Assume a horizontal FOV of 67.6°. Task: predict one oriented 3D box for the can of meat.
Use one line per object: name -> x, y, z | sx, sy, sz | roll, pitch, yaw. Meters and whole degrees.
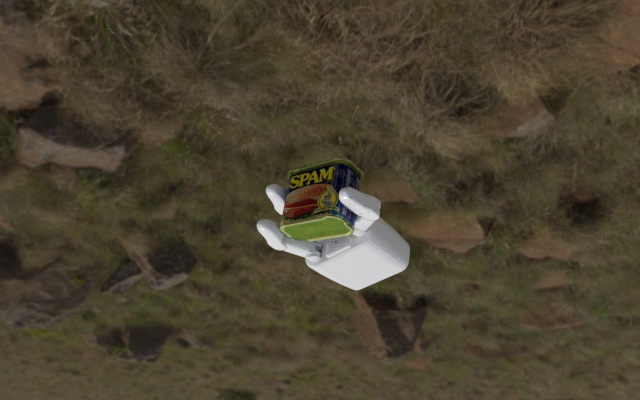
can of meat -> 0.000, 0.002, 0.612 | 0.102, 0.084, 0.057 | -12, -35, 34
